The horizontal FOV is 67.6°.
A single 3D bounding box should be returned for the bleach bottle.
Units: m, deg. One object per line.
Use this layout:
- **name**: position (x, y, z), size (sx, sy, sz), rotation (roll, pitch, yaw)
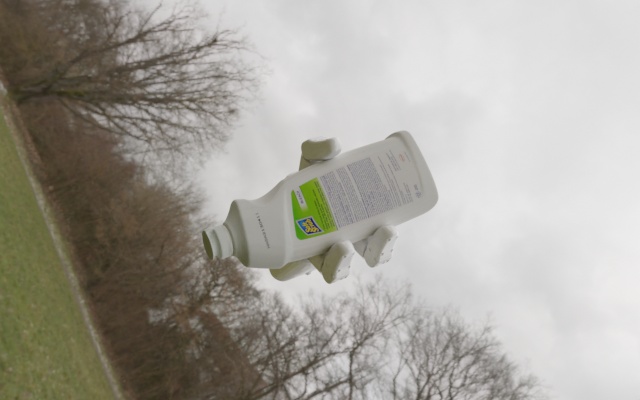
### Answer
- **bleach bottle**: position (0.000, 0.002, 0.495), size (0.251, 0.102, 0.068), rotation (-17, -14, -27)
